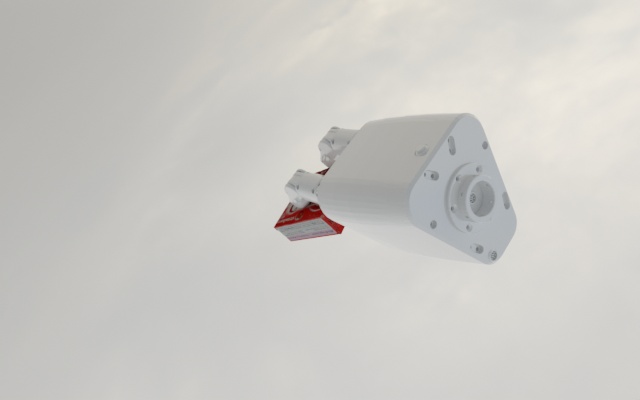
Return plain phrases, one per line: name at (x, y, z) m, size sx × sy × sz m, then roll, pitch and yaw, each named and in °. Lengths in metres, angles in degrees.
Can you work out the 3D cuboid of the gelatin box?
gelatin box at (0.000, 0.002, 0.488) m, size 0.030 × 0.073 × 0.089 m, roll 42°, pitch -31°, yaw -22°
